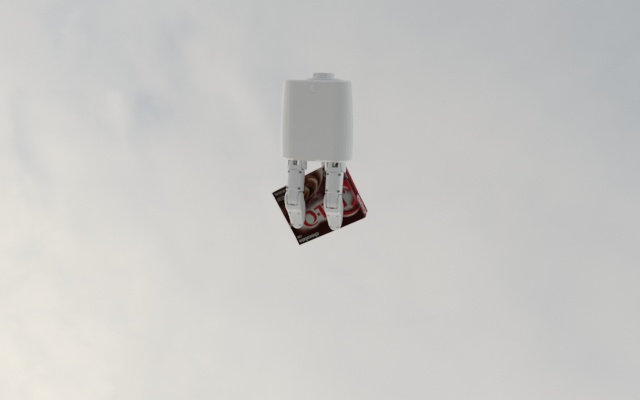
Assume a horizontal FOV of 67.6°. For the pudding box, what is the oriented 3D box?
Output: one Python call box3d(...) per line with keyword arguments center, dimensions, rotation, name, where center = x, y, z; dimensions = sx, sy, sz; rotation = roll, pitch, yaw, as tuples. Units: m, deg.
box3d(center=(0.000, 0.002, 0.695), dimensions=(0.113, 0.090, 0.039), rotation=(-24, 8, 20), name="pudding box")
